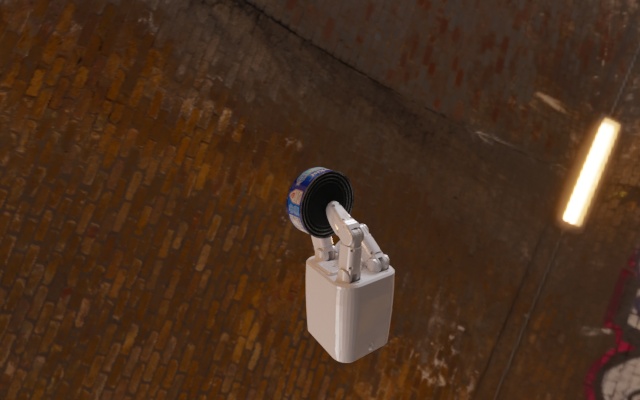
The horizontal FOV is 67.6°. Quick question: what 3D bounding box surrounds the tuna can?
[{"bbox_3d":[0.000,0.002,0.596,0.086,0.086,0.033,0,14,-41],"label":"tuna can"}]
